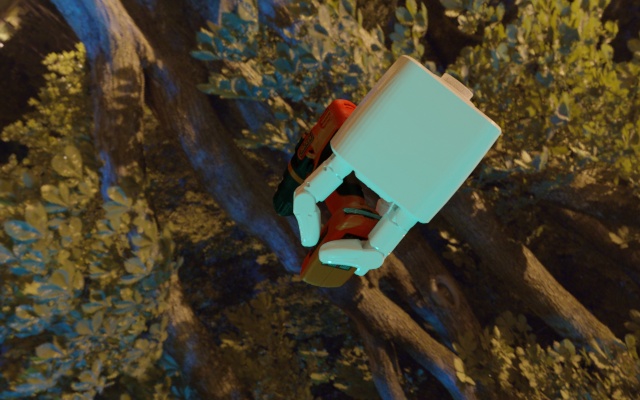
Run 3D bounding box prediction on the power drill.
[{"bbox_3d":[0.000,0.002,0.548,0.057,0.187,0.184,13,-49,-26],"label":"power drill"}]
